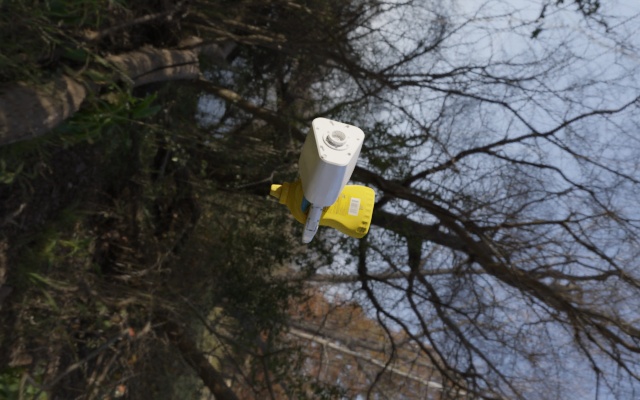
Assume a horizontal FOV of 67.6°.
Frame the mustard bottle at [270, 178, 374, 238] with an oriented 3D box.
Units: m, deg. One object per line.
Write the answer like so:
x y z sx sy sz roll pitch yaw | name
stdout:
0.000 0.003 0.895 0.191 0.096 0.058 14 -17 -5 | mustard bottle
